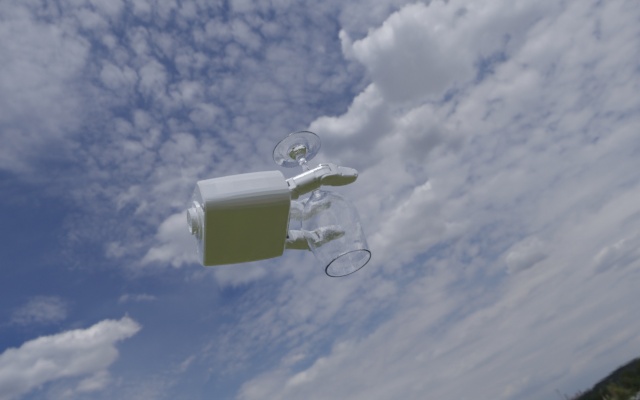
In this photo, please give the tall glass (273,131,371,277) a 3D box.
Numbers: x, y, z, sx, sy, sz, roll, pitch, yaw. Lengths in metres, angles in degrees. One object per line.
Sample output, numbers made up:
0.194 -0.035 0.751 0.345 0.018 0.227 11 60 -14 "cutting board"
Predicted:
0.000 0.002 0.642 0.079 0.201 0.079 -17 -33 -12 "tall glass"
